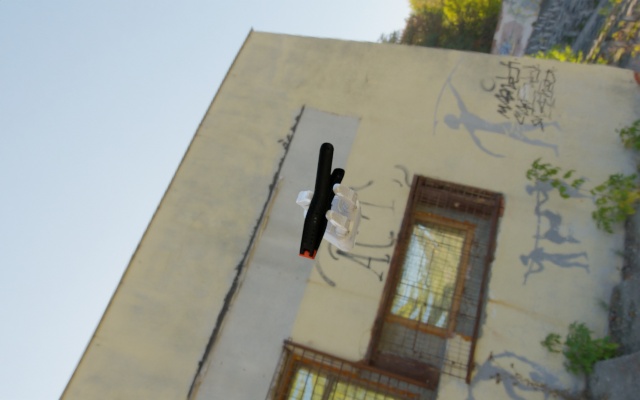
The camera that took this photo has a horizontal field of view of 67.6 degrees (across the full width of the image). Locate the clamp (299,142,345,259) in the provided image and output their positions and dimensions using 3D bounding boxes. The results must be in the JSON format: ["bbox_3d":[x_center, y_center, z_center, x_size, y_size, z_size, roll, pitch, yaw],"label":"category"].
[{"bbox_3d":[-0.001,0.003,0.894,0.036,0.210,0.165,13,-18,15],"label":"clamp"}]
